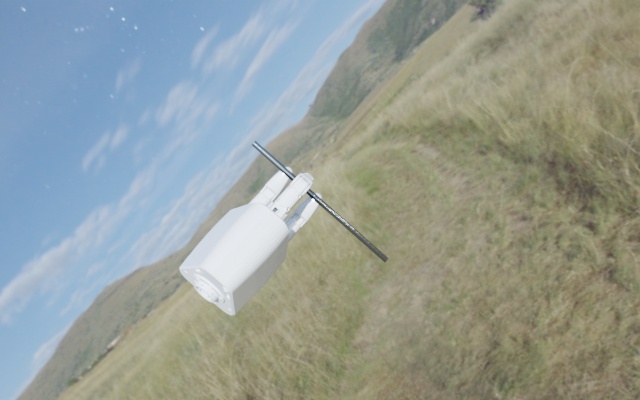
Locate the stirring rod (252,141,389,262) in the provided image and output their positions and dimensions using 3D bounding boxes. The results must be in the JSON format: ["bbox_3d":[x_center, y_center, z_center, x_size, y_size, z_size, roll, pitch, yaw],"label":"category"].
[{"bbox_3d":[0.000,0.002,0.648,0.239,0.011,0.011,41,-2,-2],"label":"stirring rod"}]
